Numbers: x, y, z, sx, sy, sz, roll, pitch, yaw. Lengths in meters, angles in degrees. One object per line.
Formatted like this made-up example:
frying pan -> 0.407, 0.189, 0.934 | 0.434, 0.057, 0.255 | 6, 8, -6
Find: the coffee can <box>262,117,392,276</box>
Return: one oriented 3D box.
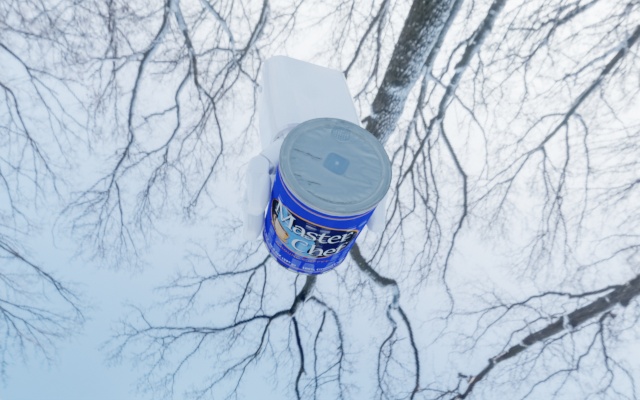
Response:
coffee can -> 0.000, 0.002, 0.477 | 0.103, 0.102, 0.140 | 0, -30, -14
